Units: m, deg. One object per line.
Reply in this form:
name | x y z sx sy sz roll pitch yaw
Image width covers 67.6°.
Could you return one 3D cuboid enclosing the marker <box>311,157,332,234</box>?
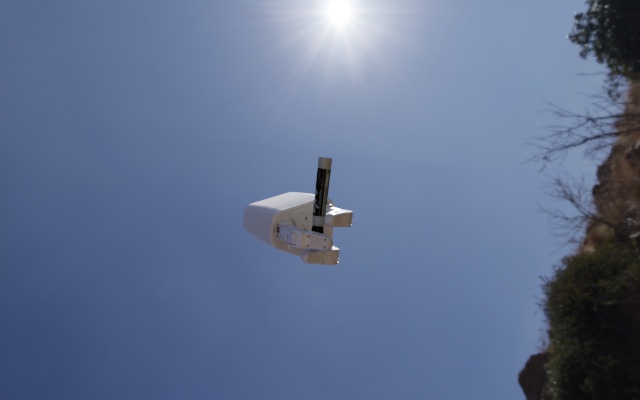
marker | 0.000 0.002 0.645 0.020 0.121 0.020 6 5 0
